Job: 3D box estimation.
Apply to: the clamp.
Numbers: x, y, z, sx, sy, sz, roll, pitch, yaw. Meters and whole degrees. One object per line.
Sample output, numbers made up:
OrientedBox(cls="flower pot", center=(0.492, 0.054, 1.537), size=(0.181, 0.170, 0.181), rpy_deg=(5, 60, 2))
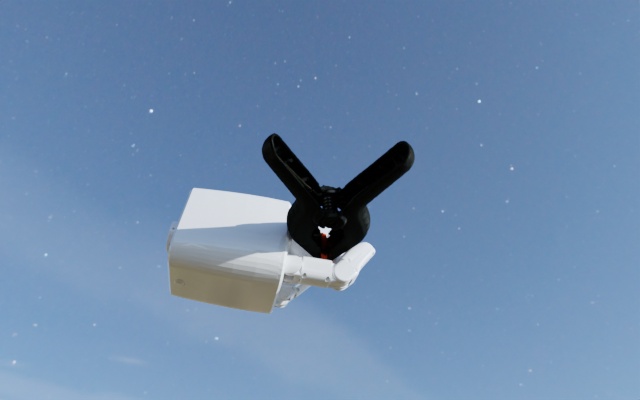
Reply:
OrientedBox(cls="clamp", center=(0.000, 0.001, 0.430), size=(0.120, 0.039, 0.172), rpy_deg=(13, -41, -6))
